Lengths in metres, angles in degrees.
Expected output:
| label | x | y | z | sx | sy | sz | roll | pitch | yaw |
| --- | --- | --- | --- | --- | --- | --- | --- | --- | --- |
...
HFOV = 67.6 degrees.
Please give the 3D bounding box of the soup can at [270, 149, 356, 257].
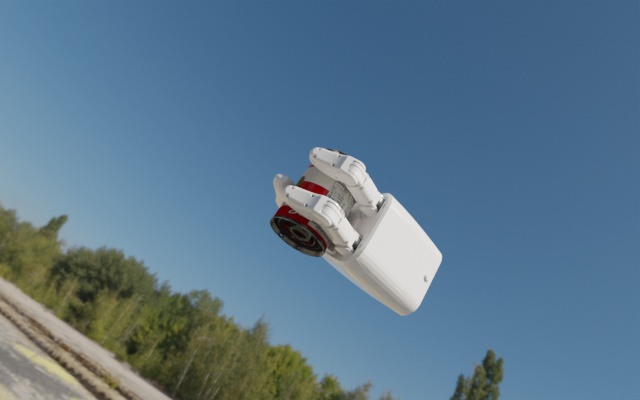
| label | x | y | z | sx | sy | sz | roll | pitch | yaw |
| --- | --- | --- | --- | --- | --- | --- | --- | --- | --- |
| soup can | 0.000 | 0.001 | 0.528 | 0.068 | 0.102 | 0.068 | 27 | -26 | 14 |
